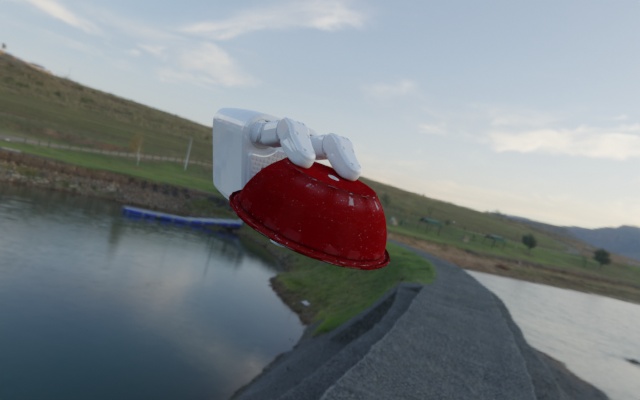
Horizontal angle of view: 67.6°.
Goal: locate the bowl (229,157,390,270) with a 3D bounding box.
[{"bbox_3d":[0.001,0.002,0.446,0.162,0.055,0.162,21,13,-5],"label":"bowl"}]
